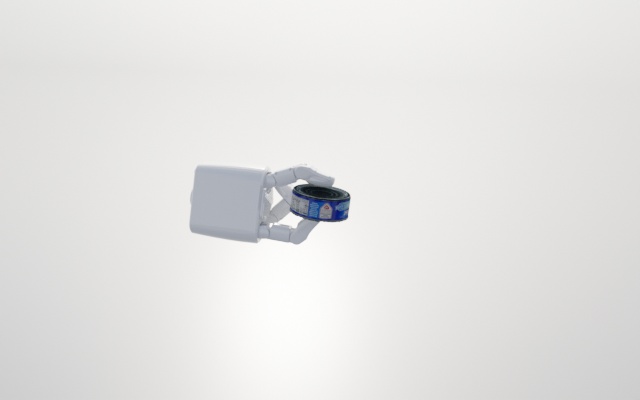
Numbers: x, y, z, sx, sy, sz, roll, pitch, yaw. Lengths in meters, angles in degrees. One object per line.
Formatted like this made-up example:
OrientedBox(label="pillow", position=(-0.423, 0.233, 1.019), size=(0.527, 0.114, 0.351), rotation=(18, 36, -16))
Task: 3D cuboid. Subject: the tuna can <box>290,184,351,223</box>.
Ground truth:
OrientedBox(label="tuna can", position=(0.000, 0.002, 0.682), size=(0.086, 0.034, 0.086), rotation=(7, 15, -2))
